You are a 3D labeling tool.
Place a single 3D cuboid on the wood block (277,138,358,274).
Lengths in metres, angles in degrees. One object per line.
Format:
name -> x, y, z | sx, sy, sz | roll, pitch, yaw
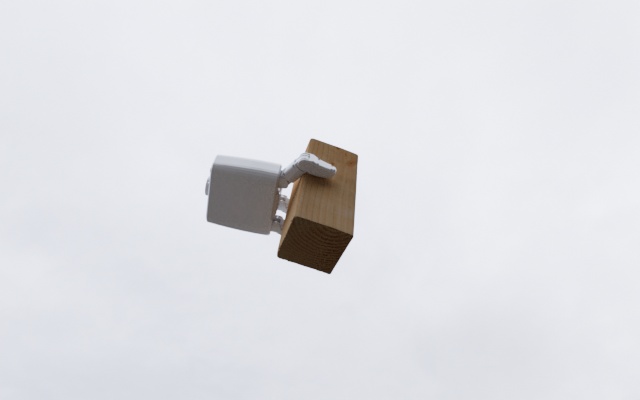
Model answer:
wood block -> 0.000, 0.002, 0.759 | 0.090, 0.091, 0.206 | 19, 39, -9
